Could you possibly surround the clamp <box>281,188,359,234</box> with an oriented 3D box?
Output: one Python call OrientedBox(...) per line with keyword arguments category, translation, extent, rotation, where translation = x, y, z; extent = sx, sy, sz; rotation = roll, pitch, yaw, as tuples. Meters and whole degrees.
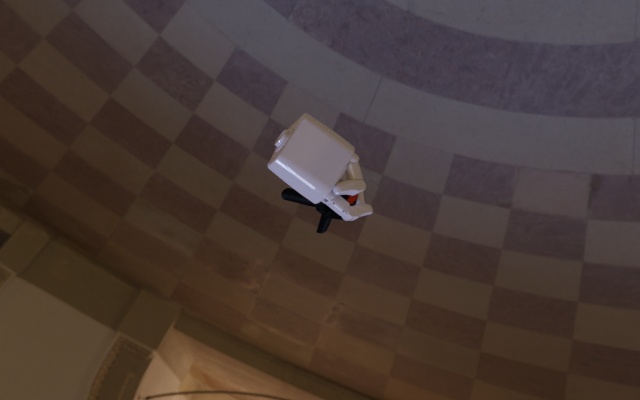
OrientedBox(category="clamp", translation=(0.000, 0.003, 0.889), extent=(0.120, 0.039, 0.171), rotation=(36, -33, -15))
